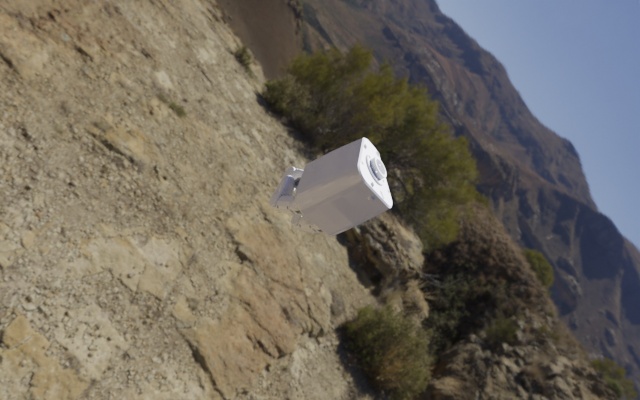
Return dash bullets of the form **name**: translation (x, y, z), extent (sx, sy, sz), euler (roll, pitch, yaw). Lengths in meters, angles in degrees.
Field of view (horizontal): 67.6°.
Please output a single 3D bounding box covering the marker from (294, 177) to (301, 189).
- **marker**: translation (0.000, 0.003, 0.762), extent (0.020, 0.020, 0.121), euler (0, -30, 43)
